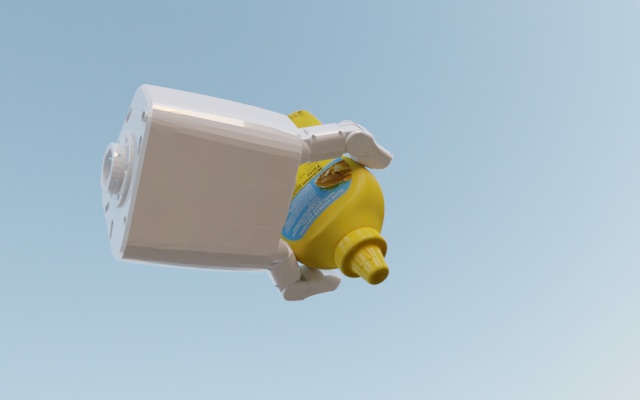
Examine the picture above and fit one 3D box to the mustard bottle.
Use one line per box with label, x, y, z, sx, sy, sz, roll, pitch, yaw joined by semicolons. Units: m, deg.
mustard bottle;0.000;0.001;0.408;0.058;0.096;0.191;38;10;-43
